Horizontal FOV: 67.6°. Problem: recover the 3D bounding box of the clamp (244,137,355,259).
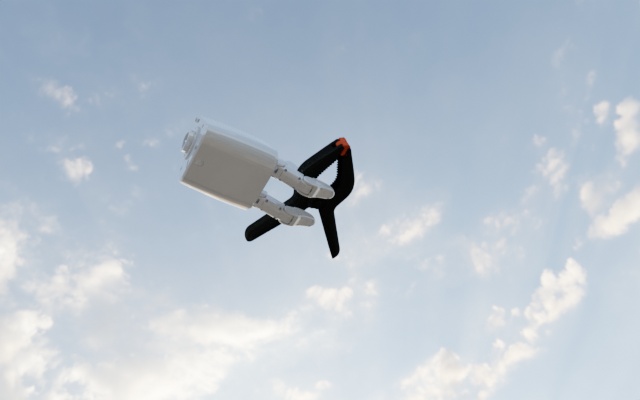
[{"bbox_3d":[0.000,0.001,0.734,0.164,0.210,0.036,21,25,-29],"label":"clamp"}]
